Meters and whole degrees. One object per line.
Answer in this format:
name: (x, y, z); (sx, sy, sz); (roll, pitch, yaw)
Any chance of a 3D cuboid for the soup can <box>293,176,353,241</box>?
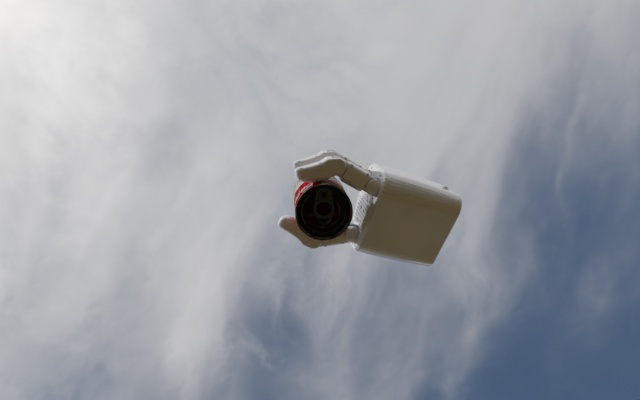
soup can: (0.000, 0.002, 0.602); (0.068, 0.068, 0.102); (0, 14, -5)
